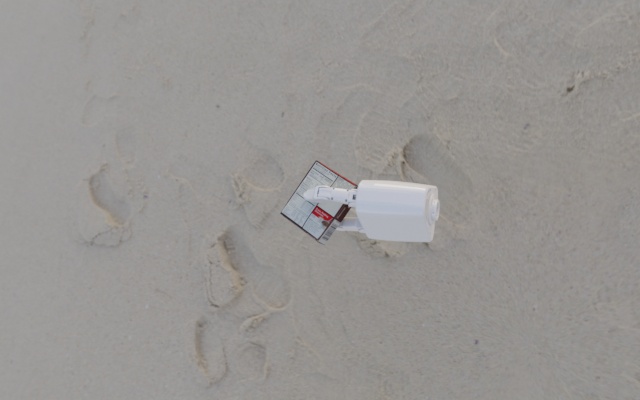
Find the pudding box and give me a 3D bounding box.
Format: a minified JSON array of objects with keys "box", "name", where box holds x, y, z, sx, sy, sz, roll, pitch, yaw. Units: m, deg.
[{"box":[0.000,0.003,0.799,0.090,0.113,0.039,35,-1,25],"name":"pudding box"}]
